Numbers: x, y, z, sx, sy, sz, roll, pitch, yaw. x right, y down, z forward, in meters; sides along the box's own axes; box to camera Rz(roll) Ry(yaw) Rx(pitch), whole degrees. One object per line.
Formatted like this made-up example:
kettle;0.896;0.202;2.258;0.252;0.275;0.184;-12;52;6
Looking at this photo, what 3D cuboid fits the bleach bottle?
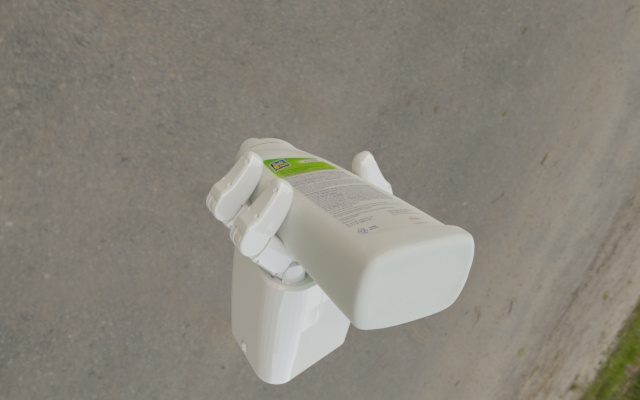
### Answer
bleach bottle;0.000;0.001;0.402;0.102;0.068;0.250;-6;29;-31
